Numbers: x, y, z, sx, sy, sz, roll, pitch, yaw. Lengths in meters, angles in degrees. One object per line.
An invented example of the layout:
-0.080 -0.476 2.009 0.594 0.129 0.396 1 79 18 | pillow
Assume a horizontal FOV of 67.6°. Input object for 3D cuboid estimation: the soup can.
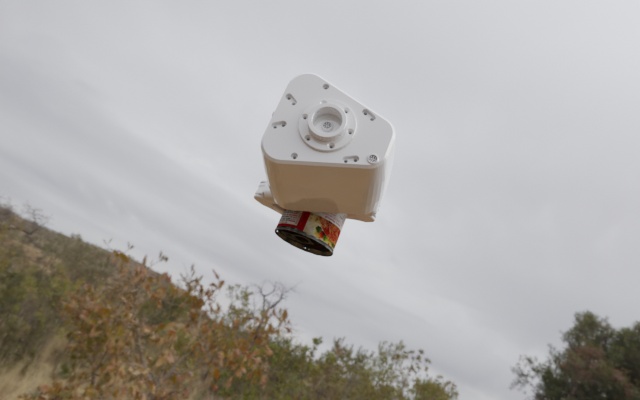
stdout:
0.000 0.002 0.528 0.068 0.102 0.068 20 -19 7 | soup can
